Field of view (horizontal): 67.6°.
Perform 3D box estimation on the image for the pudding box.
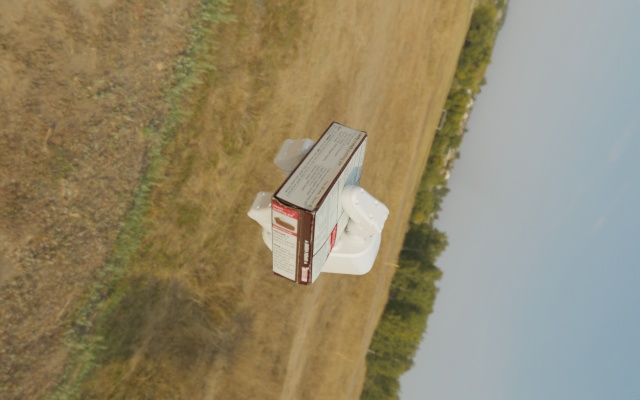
[{"bbox_3d":[0.000,0.001,0.401,0.039,0.090,0.113,18,45,15],"label":"pudding box"}]
